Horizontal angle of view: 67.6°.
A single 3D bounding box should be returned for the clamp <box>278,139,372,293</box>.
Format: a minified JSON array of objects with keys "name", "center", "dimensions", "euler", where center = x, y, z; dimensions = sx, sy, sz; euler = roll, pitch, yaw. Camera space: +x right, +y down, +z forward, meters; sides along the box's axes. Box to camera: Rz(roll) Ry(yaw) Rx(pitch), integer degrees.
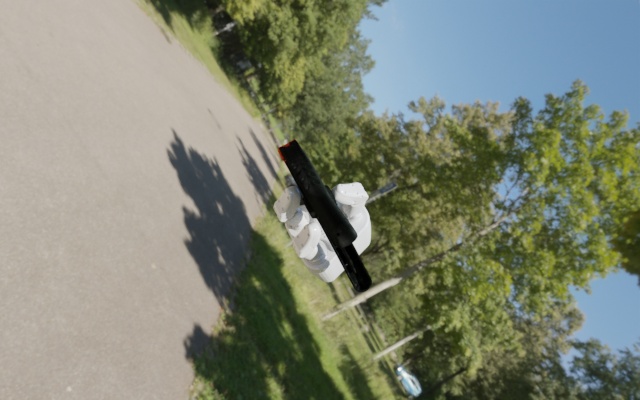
[{"name":"clamp","center":[0.001,0.001,0.572],"dimensions":[0.036,0.210,0.165],"euler":[-28,-23,-4]}]
